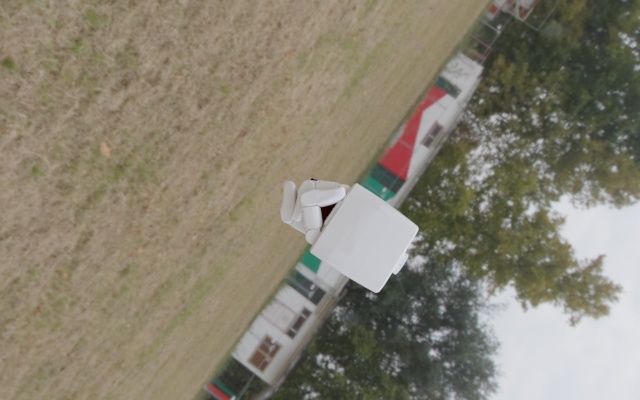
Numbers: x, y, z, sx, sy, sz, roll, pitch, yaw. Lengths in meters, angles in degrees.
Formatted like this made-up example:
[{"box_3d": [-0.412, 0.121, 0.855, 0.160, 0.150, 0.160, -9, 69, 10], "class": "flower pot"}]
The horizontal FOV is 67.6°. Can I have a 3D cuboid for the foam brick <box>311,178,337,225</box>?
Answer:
[{"box_3d": [0.000, 0.002, 0.711, 0.051, 0.053, 0.078, 31, 5, 5], "class": "foam brick"}]
